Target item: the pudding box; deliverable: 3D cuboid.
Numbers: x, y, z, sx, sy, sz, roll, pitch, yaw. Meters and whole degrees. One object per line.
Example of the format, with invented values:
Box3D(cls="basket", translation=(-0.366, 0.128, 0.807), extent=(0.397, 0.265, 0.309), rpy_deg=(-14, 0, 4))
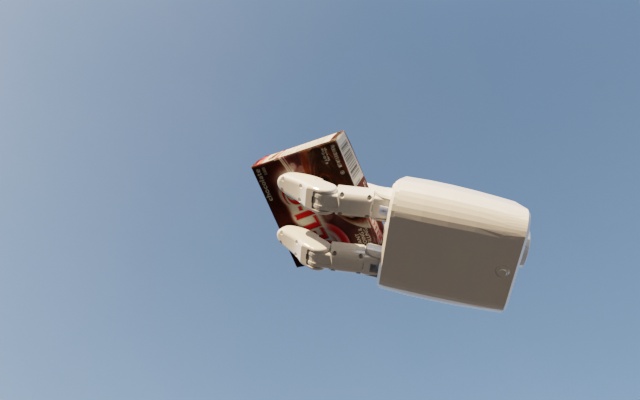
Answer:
Box3D(cls="pudding box", translation=(0.000, 0.001, 0.445), extent=(0.090, 0.113, 0.039), rpy_deg=(-15, 15, 26))
